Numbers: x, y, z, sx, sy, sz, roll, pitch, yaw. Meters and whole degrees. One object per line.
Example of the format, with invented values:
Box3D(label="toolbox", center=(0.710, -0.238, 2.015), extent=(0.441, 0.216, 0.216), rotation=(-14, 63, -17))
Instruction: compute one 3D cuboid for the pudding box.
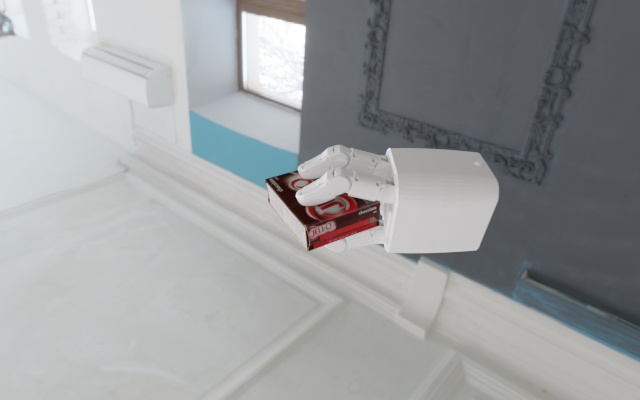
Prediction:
Box3D(label="pudding box", center=(0.000, 0.002, 0.536), extent=(0.090, 0.039, 0.113), rotation=(-17, 33, -22))
